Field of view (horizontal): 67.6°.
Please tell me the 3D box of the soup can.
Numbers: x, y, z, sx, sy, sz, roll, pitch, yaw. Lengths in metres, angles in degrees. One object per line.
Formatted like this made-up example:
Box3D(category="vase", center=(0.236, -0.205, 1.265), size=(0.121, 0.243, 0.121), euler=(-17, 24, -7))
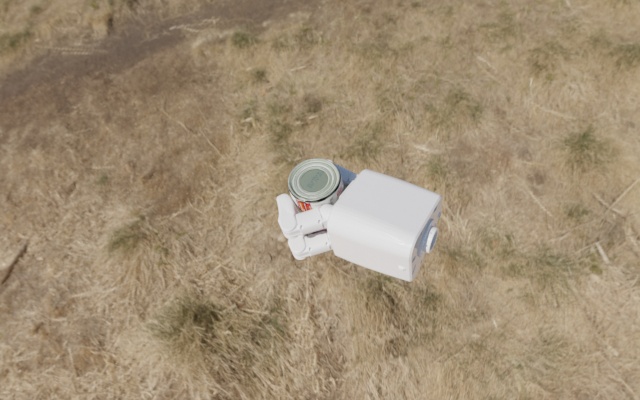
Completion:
Box3D(category="soup can", center=(0.000, 0.002, 0.622), size=(0.068, 0.068, 0.102), euler=(0, -34, 12))
